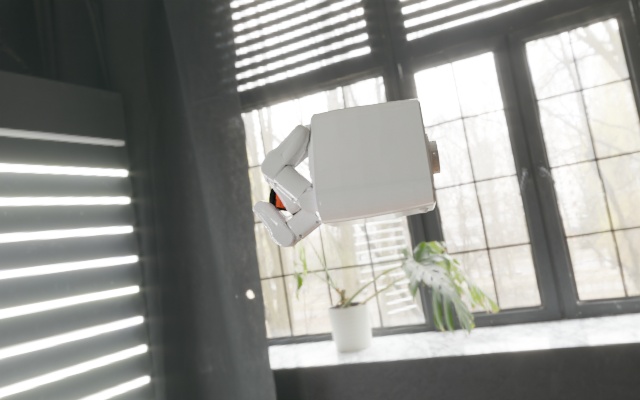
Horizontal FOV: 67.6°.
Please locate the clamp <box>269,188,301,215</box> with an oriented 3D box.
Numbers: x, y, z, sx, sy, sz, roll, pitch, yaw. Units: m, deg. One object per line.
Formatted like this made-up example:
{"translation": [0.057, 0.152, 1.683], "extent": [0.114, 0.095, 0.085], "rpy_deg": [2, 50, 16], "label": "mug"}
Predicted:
{"translation": [0.000, 0.001, 0.568], "extent": [0.120, 0.039, 0.171], "rpy_deg": [-6, -4, 12], "label": "clamp"}
